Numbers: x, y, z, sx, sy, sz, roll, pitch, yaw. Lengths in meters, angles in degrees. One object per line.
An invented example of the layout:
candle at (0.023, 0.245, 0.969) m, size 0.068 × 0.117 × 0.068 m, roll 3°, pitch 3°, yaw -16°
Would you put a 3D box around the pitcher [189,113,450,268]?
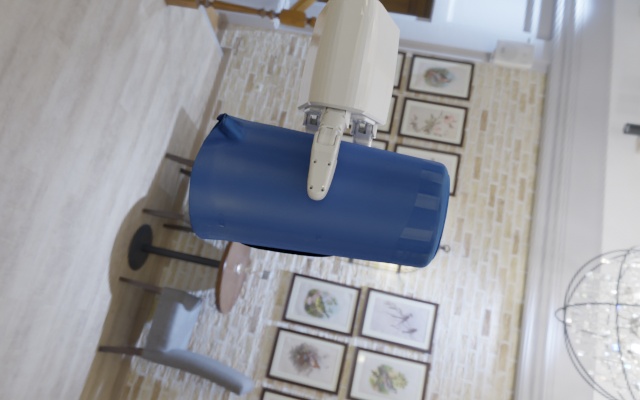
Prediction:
pitcher at (0.000, 0.001, 0.499) m, size 0.243 × 0.145 × 0.149 m, roll 11°, pitch 3°, yaw 6°
